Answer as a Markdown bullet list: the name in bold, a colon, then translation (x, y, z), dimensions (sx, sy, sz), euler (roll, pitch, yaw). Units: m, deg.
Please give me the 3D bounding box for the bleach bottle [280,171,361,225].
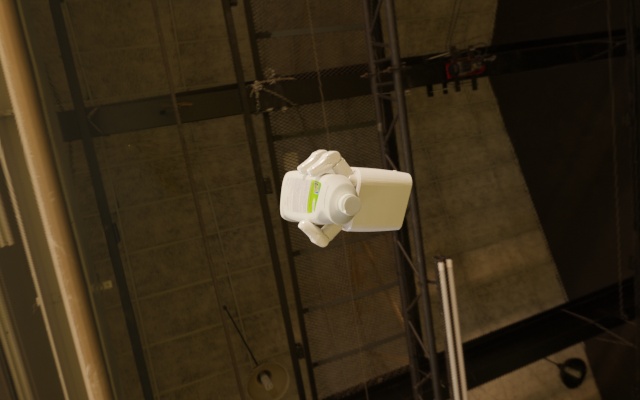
- **bleach bottle**: translation (0.000, 0.003, 0.812), dimensions (0.068, 0.102, 0.251), euler (2, 5, -22)
